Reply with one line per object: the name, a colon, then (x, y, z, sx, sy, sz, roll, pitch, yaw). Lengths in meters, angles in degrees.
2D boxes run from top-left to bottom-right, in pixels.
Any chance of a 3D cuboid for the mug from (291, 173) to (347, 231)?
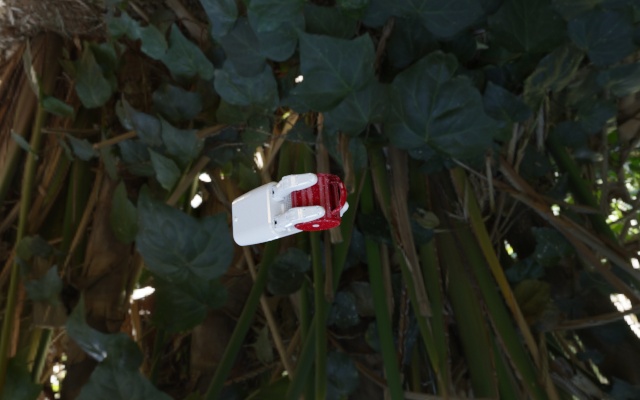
mug: (0.001, 0.003, 0.817, 0.117, 0.081, 0.093, -18, -19, 40)
